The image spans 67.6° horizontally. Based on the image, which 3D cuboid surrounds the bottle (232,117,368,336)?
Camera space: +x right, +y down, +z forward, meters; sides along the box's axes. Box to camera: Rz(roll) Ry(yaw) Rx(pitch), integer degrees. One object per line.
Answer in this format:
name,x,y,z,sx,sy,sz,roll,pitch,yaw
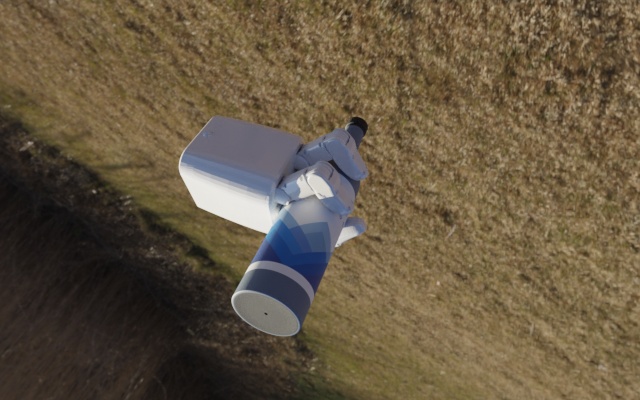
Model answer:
bottle,0.000,0.002,0.516,0.069,0.069,0.295,0,42,26
